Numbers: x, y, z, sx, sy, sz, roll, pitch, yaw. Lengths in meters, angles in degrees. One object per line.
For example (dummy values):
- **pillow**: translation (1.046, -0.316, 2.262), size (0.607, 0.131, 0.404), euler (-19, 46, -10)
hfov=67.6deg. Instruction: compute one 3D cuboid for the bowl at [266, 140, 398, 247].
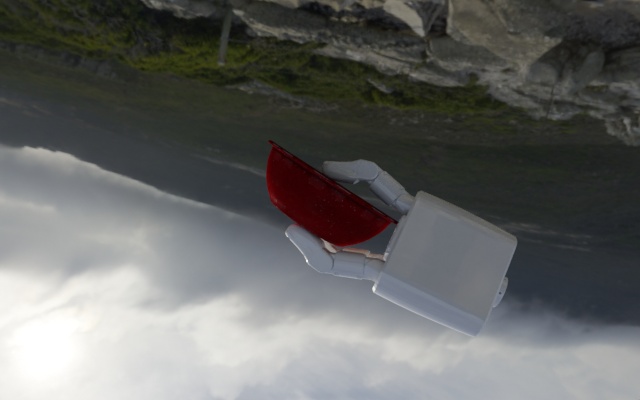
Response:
- **bowl**: translation (-0.001, 0.001, 0.505), size (0.162, 0.055, 0.162), euler (33, 3, -2)
